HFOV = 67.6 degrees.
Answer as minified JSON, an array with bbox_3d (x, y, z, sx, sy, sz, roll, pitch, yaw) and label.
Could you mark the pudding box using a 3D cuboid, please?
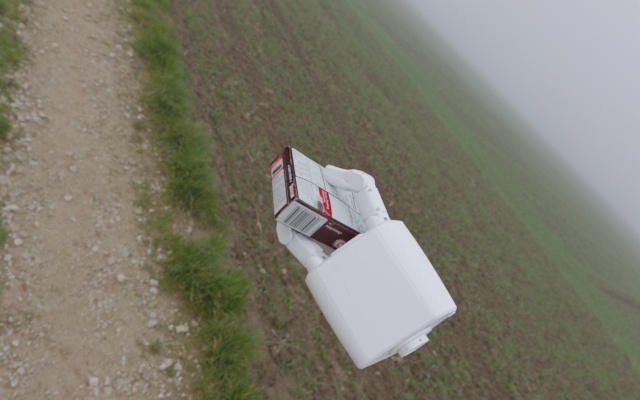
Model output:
[{"bbox_3d":[0.000,0.002,0.529,0.113,0.090,0.039,31,-59,-33],"label":"pudding box"}]
